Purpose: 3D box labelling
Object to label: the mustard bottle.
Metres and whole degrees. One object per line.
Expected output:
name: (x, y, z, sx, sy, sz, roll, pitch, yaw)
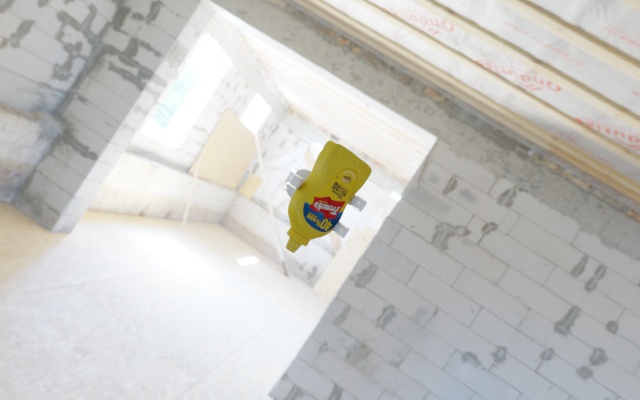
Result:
mustard bottle: (0.000, 0.002, 0.794, 0.096, 0.191, 0.058, 33, 1, -39)
